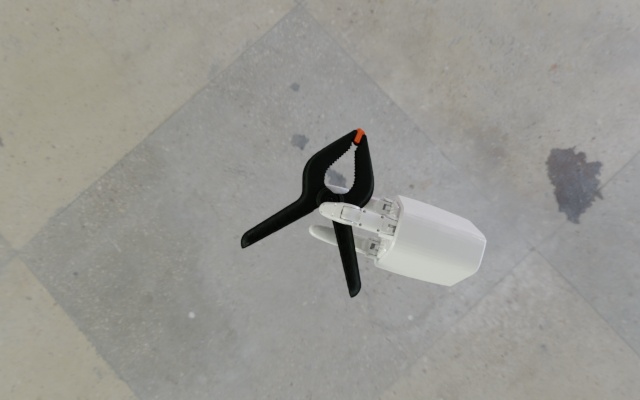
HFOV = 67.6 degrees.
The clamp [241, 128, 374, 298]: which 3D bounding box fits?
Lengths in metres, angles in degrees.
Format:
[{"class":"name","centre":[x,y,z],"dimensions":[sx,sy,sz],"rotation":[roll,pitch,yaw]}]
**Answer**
[{"class":"clamp","centre":[0.001,0.002,0.614],"dimensions":[0.164,0.210,0.036],"rotation":[18,-4,-2]}]
